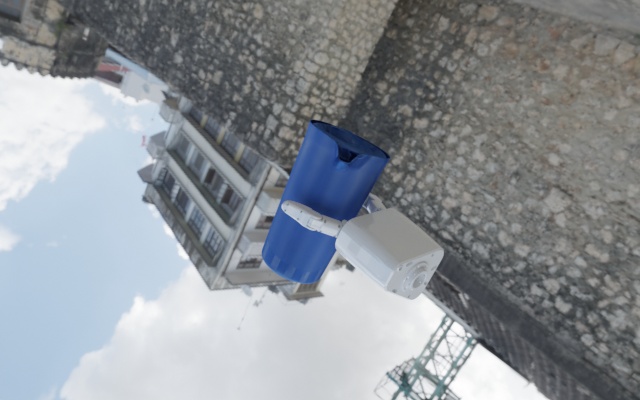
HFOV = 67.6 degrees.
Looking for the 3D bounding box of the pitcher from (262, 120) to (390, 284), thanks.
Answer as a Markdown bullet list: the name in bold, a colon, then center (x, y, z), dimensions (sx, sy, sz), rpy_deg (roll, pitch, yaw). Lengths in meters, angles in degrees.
- **pitcher**: center (0.000, 0.003, 0.763), dimensions (0.149, 0.243, 0.145), rpy_deg (6, 26, -47)
